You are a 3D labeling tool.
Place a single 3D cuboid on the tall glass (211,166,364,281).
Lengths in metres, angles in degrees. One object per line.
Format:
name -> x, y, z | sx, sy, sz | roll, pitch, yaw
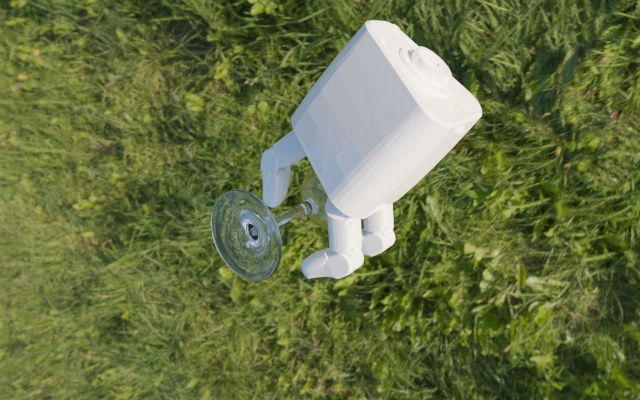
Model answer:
tall glass -> 0.000, 0.002, 0.441 | 0.079, 0.079, 0.201 | 0, 15, 37
